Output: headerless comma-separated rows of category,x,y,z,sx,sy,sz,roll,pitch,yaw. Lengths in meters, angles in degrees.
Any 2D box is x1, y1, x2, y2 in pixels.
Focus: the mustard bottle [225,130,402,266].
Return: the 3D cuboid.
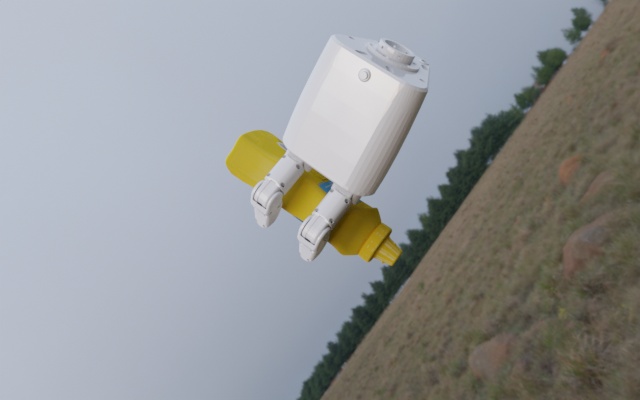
mustard bottle,0.000,0.002,0.486,0.191,0.058,0.096,36,8,14
